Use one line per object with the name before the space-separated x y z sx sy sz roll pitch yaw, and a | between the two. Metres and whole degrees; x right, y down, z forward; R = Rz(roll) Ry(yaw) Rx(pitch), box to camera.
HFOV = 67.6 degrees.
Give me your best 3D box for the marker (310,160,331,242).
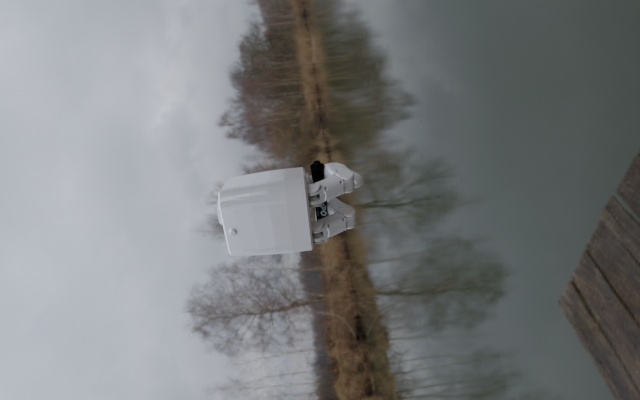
marker | 0.000 0.002 0.645 0.020 0.121 0.020 -4 30 2
